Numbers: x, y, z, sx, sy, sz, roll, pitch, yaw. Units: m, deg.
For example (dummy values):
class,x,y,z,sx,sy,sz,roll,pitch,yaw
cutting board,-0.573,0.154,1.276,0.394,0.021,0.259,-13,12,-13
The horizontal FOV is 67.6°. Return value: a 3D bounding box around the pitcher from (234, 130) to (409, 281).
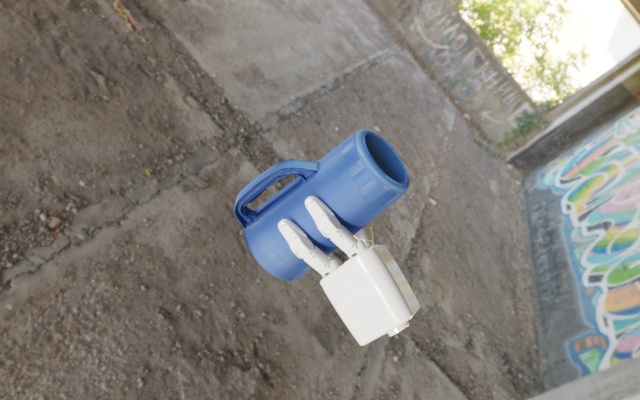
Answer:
class,x,y,z,sx,sy,sz,roll,pitch,yaw
pitcher,0.000,0.002,0.704,0.243,0.145,0.149,-39,-16,30
